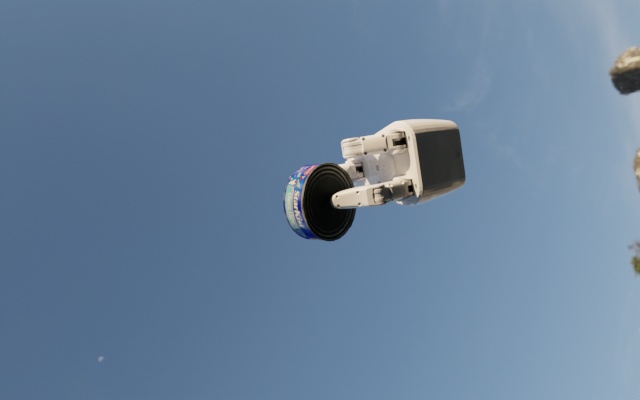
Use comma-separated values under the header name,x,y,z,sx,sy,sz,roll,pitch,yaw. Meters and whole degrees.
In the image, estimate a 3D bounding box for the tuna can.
name,x,y,z,sx,sy,sz,roll,pitch,yaw
tuna can,0.000,0.002,0.530,0.034,0.086,0.086,-1,-1,44
